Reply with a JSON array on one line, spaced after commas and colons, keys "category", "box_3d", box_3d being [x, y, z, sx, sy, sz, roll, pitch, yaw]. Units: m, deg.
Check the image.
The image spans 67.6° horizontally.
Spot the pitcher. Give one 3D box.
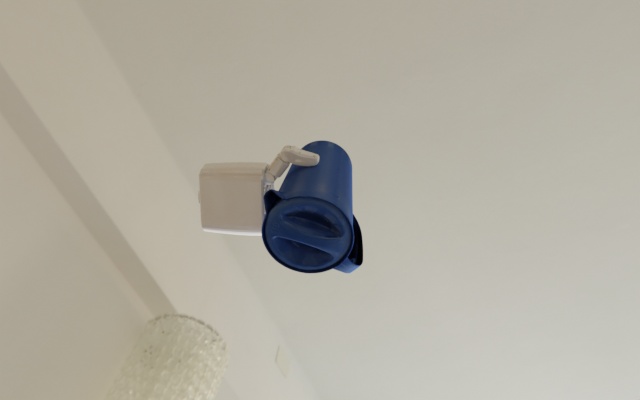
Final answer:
[{"category": "pitcher", "box_3d": [0.000, 0.002, 0.780, 0.145, 0.149, 0.242, 2, 30, 6]}]
